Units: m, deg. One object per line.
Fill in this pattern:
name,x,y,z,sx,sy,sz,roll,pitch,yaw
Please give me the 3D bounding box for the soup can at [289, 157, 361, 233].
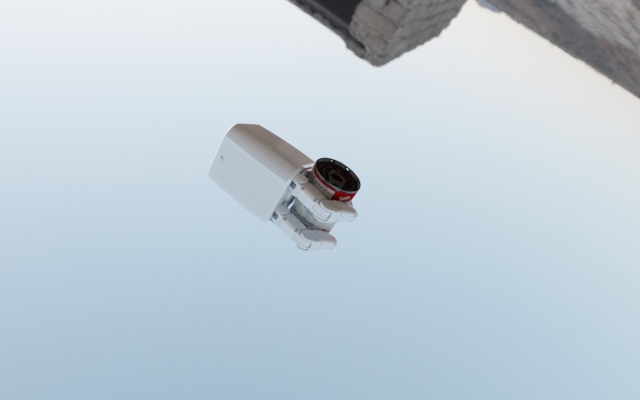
soup can,0.000,0.003,0.646,0.068,0.102,0.068,23,33,-16
